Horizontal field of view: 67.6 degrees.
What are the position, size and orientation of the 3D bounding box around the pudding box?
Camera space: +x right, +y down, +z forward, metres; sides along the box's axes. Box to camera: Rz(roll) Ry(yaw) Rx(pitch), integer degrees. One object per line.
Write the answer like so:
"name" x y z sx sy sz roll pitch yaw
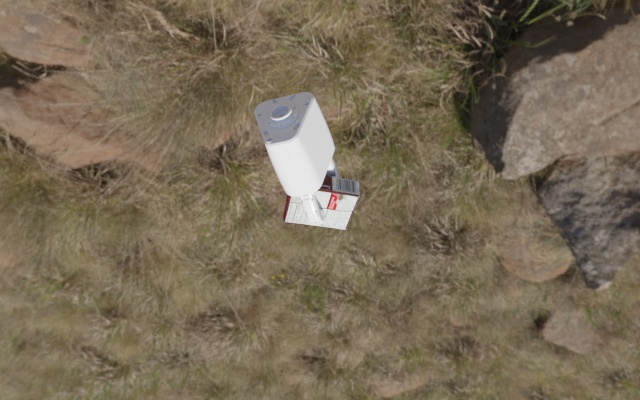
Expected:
"pudding box" 0.000 0.003 0.787 0.113 0.039 0.090 9 -43 -9
